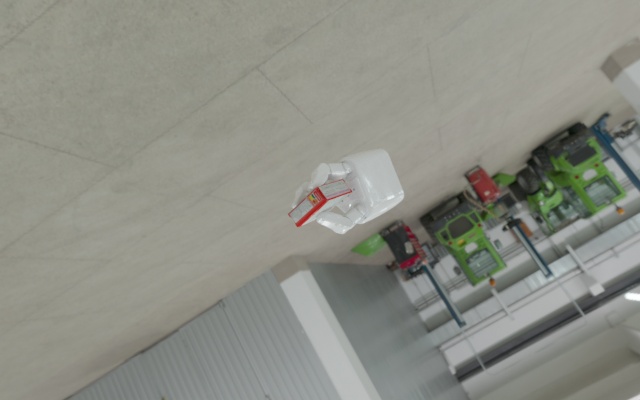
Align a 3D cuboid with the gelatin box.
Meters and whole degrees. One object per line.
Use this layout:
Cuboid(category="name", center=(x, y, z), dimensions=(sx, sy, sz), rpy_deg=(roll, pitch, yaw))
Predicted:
Cuboid(category="gelatin box", center=(0.000, 0.003, 0.761), dimensions=(0.073, 0.030, 0.089), rpy_deg=(-42, -11, 30))
